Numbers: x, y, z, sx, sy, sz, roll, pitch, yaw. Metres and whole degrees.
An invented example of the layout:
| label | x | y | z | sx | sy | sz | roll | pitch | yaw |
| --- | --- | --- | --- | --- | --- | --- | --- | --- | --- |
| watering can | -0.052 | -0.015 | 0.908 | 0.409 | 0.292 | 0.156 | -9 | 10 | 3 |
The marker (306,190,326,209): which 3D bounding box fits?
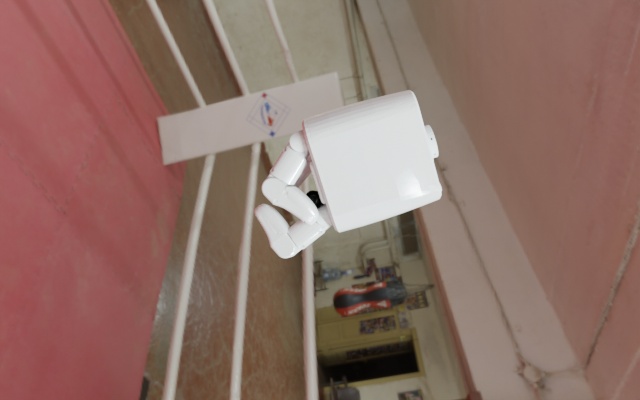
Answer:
| label | x | y | z | sx | sy | sz | roll | pitch | yaw |
| --- | --- | --- | --- | --- | --- | --- | --- | --- | --- |
| marker | 0.000 | 0.002 | 0.511 | 0.020 | 0.020 | 0.121 | 0 | -3 | 7 |
